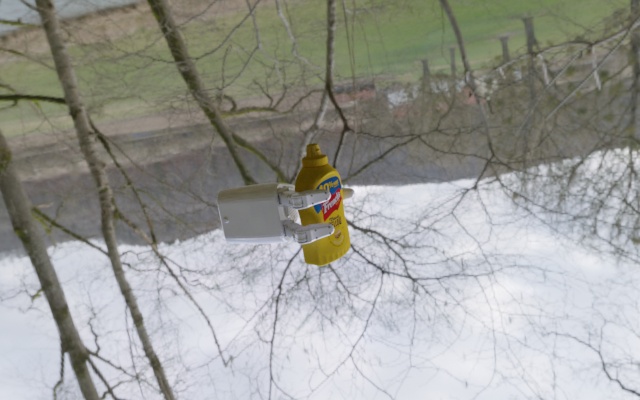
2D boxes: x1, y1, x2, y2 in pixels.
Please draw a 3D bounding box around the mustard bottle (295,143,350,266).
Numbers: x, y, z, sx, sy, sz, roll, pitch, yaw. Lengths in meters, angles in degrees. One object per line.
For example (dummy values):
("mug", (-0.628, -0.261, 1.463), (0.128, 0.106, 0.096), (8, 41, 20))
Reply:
("mustard bottle", (0.000, 0.003, 0.779), (0.058, 0.192, 0.096), (4, 19, 39))
